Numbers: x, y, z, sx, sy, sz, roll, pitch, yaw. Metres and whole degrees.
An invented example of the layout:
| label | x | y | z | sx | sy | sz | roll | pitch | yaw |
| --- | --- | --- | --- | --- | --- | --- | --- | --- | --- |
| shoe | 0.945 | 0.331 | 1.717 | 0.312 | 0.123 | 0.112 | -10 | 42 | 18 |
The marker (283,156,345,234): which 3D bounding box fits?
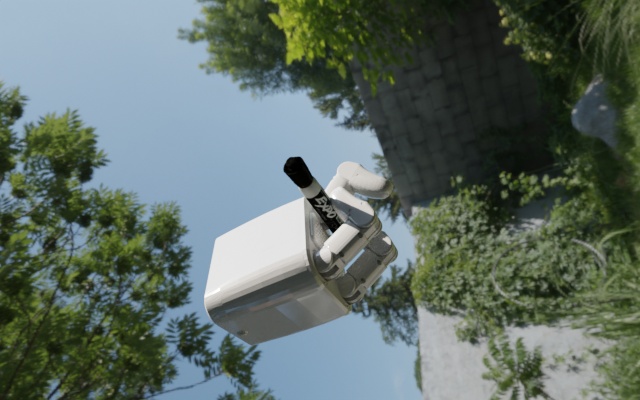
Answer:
| label | x | y | z | sx | sy | sz | roll | pitch | yaw |
| --- | --- | --- | --- | --- | --- | --- | --- | --- | --- |
| marker | 0.000 | 0.001 | 0.427 | 0.020 | 0.020 | 0.121 | 0 | -33 | 29 |
